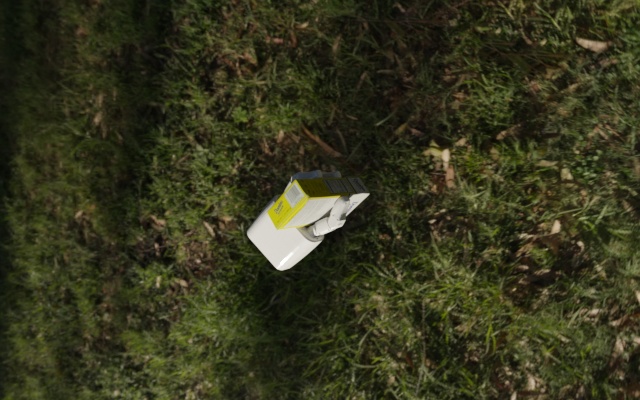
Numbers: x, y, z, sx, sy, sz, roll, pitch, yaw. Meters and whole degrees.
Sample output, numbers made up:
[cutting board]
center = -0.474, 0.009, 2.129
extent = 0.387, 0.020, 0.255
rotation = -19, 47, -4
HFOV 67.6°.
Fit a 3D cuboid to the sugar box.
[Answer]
[sugar box]
center = 0.000, 0.002, 0.846
extent = 0.176, 0.048, 0.093
rotation = -7, -32, -52
